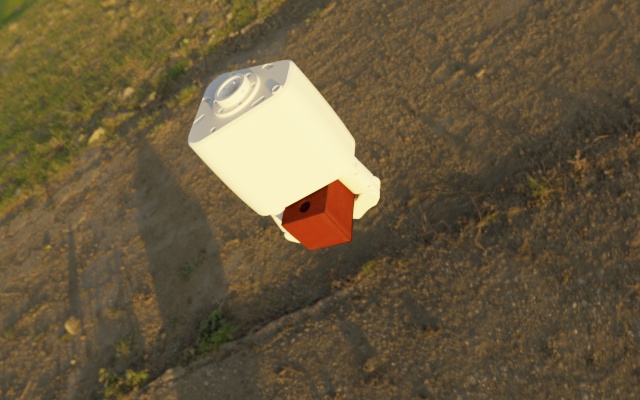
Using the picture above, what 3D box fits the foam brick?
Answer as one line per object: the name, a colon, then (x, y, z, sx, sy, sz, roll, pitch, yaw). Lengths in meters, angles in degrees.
foam brick: (0.000, 0.002, 0.479, 0.053, 0.078, 0.051, -16, -42, 29)
